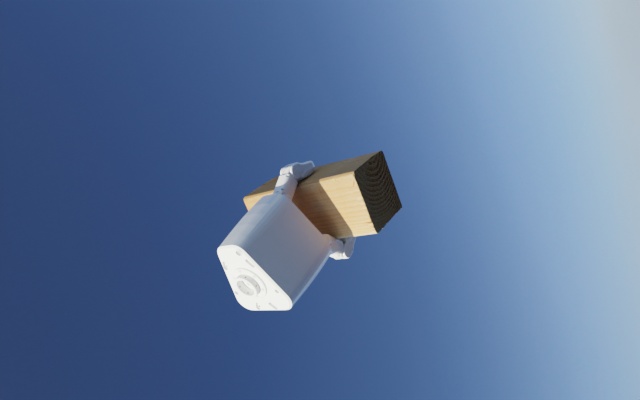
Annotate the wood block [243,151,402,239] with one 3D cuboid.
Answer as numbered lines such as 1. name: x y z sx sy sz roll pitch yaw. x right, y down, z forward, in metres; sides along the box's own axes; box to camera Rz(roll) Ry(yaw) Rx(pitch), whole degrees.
1. wood block: 0.000 0.002 0.701 0.206 0.091 0.090 -11 18 38
